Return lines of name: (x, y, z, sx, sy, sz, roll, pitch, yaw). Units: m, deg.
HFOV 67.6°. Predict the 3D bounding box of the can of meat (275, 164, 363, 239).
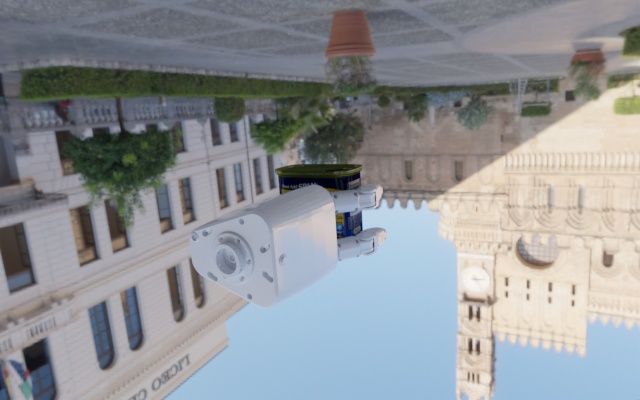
can of meat: (0.000, 0.002, 0.566, 0.102, 0.084, 0.057, 2, 13, 27)
